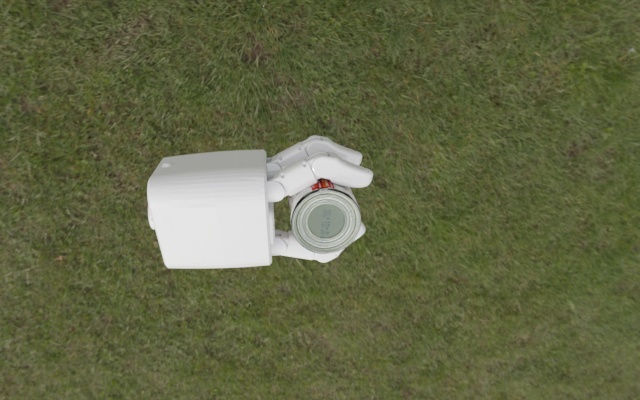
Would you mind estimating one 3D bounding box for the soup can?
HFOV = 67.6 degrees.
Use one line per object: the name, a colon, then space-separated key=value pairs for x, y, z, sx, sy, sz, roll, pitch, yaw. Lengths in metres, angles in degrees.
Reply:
soup can: x=0.001 y=0.002 z=0.484 sx=0.068 sy=0.068 sz=0.102 roll=0 pitch=22 yaw=-7
